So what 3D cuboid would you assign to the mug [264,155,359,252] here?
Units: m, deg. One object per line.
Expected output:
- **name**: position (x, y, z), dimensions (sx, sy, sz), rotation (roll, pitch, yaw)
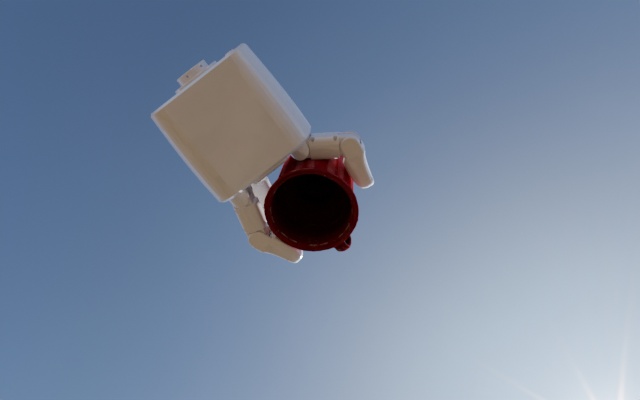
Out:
- **mug**: position (0.001, 0.003, 0.504), dimensions (0.093, 0.117, 0.081), rotation (-29, 22, 18)
